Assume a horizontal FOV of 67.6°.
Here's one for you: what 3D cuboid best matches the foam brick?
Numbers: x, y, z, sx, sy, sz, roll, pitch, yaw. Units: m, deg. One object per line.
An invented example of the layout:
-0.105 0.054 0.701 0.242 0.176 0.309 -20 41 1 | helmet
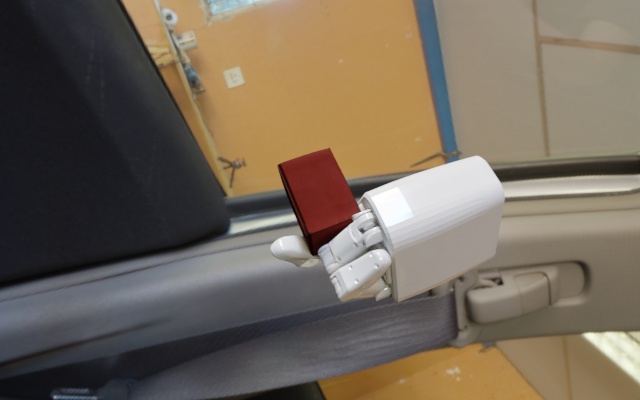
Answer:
0.000 0.001 0.438 0.051 0.078 0.053 -21 -26 -6 | foam brick
